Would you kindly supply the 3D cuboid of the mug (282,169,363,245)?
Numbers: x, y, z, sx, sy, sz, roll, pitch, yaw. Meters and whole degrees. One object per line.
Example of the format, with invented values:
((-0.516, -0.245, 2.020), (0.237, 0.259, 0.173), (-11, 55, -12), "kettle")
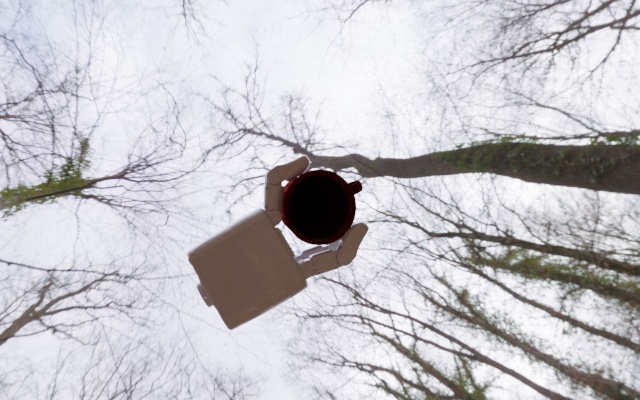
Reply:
((0.001, 0.001, 0.623), (0.117, 0.093, 0.081), (-28, 8, -13), "mug")
